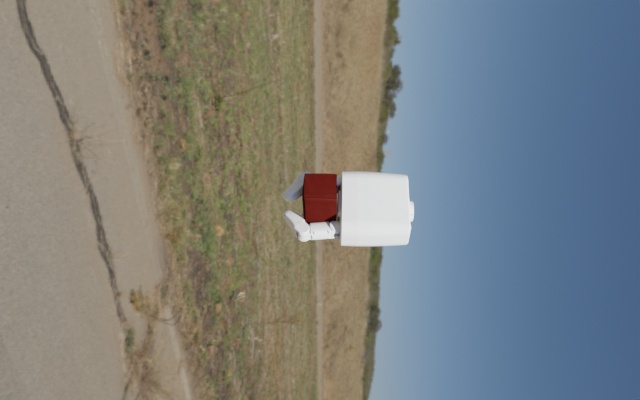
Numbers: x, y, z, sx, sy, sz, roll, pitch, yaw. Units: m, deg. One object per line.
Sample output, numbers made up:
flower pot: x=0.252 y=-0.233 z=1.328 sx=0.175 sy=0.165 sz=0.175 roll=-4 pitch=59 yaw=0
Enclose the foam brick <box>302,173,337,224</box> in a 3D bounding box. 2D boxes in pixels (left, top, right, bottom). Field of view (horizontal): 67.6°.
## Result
foam brick: x=0.000 y=0.002 z=0.737 sx=0.051 sy=0.053 sz=0.078 roll=1 pitch=-41 yaw=2
